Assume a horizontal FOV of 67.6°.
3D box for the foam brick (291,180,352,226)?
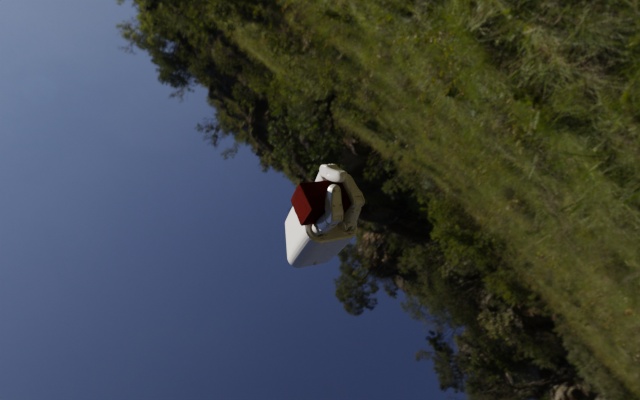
[{"bbox_3d":[0.000,0.002,0.772,0.078,0.053,0.051,-7,-29,-31],"label":"foam brick"}]
